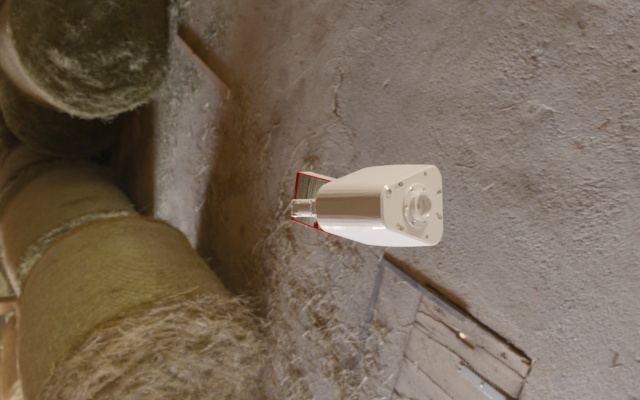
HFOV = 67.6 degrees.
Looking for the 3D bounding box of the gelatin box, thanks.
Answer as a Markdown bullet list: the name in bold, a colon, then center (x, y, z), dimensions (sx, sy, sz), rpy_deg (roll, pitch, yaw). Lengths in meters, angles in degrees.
- **gelatin box**: center (0.000, 0.002, 0.673), dimensions (0.030, 0.073, 0.089), rpy_deg (-3, 14, -44)
